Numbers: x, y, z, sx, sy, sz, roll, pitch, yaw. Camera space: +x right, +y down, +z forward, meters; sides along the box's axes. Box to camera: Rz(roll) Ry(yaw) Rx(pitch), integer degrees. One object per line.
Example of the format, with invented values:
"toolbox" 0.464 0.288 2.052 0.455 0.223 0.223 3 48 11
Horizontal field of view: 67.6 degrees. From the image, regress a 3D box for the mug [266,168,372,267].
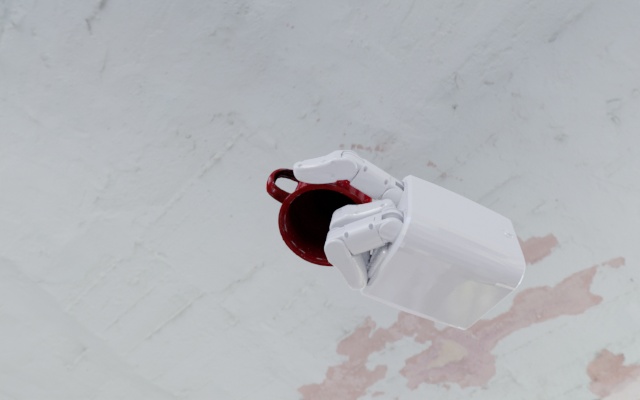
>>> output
"mug" -0.001 0.001 0.489 0.117 0.093 0.081 24 31 -3
